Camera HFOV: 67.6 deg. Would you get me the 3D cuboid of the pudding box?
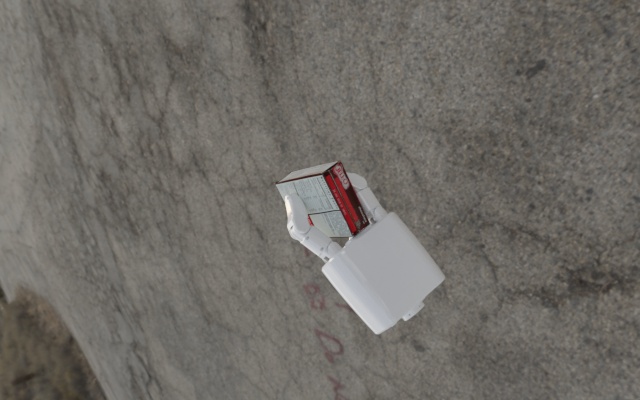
[{"bbox_3d":[0.000,0.002,0.613,0.039,0.090,0.113,-35,17,-35],"label":"pudding box"}]
